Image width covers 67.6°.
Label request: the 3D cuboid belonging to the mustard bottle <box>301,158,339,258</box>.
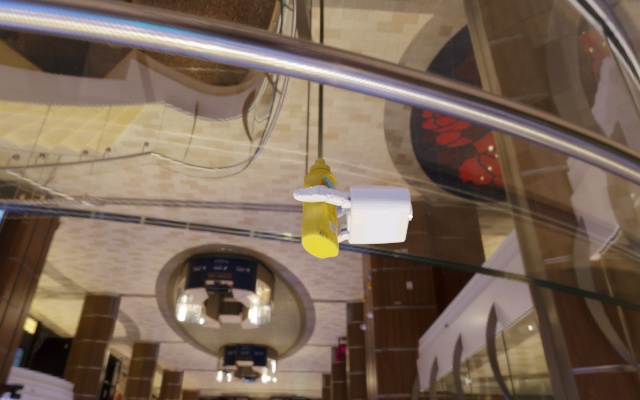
[{"bbox_3d":[0.000,0.003,0.888,0.058,0.191,0.096,-13,-33,21],"label":"mustard bottle"}]
